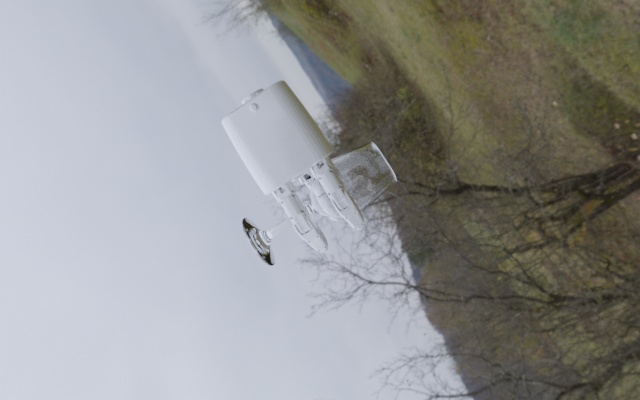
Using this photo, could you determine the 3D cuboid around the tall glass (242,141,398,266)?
[{"bbox_3d":[0.000,0.003,0.625,0.201,0.079,0.079,-32,-5,7],"label":"tall glass"}]
